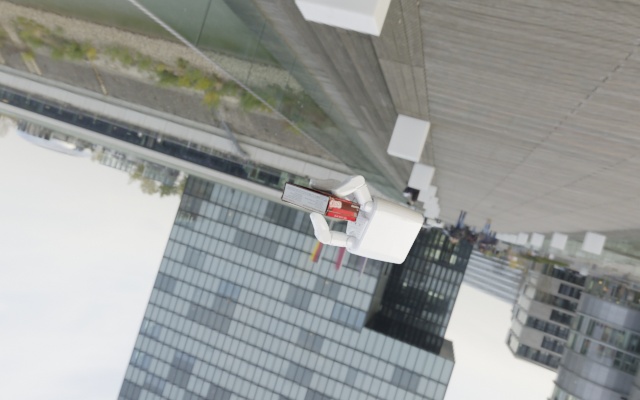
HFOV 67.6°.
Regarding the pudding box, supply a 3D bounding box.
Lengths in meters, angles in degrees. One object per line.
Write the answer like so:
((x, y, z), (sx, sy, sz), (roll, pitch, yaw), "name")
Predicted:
((0.000, 0.003, 0.840), (0.113, 0.039, 0.090), (16, 0, 40), "pudding box")
